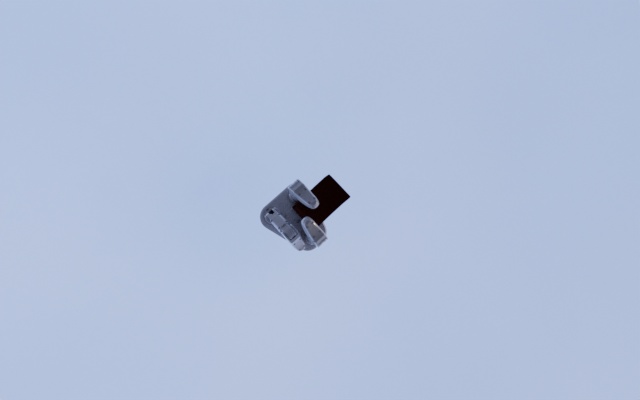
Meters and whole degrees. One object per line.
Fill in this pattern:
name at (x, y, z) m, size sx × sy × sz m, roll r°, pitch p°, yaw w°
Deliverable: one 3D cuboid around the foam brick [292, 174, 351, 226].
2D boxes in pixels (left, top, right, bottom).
foam brick at (0.000, 0.002, 0.785) m, size 0.078 × 0.053 × 0.051 m, roll -42°, pitch 2°, yaw -9°
